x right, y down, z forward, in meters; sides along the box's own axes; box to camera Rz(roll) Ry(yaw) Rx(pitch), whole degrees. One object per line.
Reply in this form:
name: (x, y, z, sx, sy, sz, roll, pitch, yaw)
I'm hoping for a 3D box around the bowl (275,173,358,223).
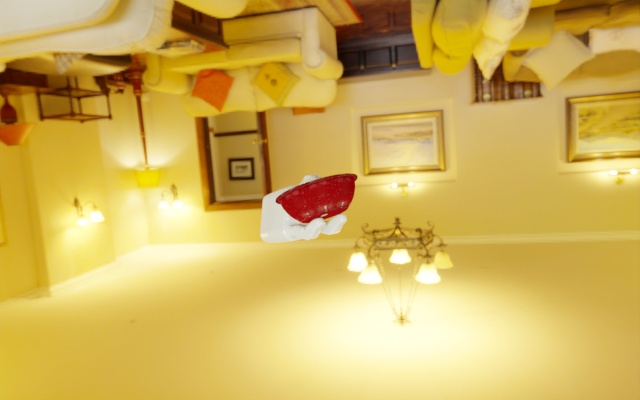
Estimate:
bowl: (0.001, 0.003, 0.889, 0.162, 0.055, 0.162, -17, -11, -3)
